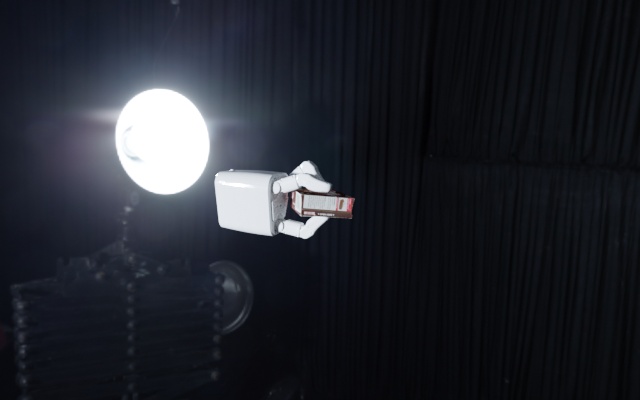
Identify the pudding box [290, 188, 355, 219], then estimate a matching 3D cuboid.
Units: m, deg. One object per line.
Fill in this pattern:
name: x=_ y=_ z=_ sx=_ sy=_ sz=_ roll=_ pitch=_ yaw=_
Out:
pudding box: x=0.000 y=0.003 z=0.815 sx=0.090 sy=0.039 sz=0.113 roll=3 pitch=8 yaw=-12
